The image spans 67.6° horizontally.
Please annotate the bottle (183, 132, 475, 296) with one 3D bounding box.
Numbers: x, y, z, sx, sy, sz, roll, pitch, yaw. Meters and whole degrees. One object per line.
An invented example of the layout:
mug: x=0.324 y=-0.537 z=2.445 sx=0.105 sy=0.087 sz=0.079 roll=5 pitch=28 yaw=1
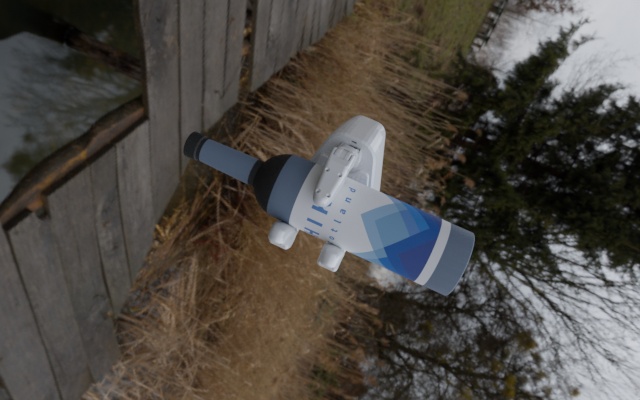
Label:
bottle: x=0.000 y=0.002 z=0.475 sx=0.295 sy=0.069 sz=0.069 roll=24 pitch=2 yaw=6
